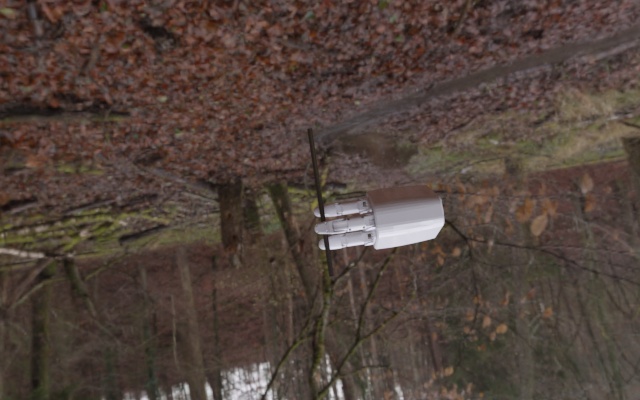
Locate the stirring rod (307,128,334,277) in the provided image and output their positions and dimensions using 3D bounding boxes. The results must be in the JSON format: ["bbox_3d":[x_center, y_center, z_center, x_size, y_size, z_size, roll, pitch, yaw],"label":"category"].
[{"bbox_3d":[0.000,0.002,0.770,0.011,0.239,0.011,-8,-2,0],"label":"stirring rod"}]
